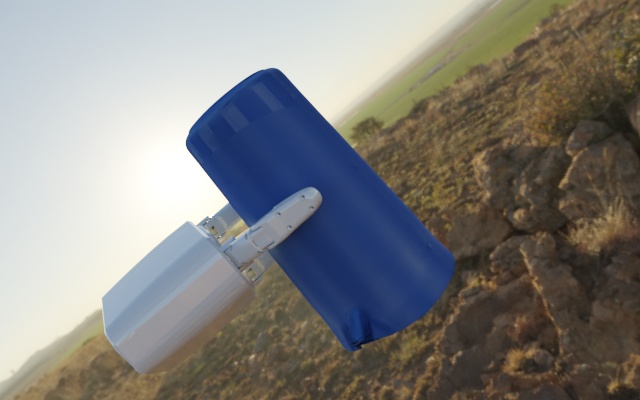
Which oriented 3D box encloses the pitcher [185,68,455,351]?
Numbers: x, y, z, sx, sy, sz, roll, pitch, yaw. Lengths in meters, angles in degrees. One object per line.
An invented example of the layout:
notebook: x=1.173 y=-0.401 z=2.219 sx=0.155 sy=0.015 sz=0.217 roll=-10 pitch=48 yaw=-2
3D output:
pitcher: x=0.000 y=0.002 z=0.442 sx=0.145 sy=0.243 sz=0.149 roll=-42 pitch=8 yaw=-12
